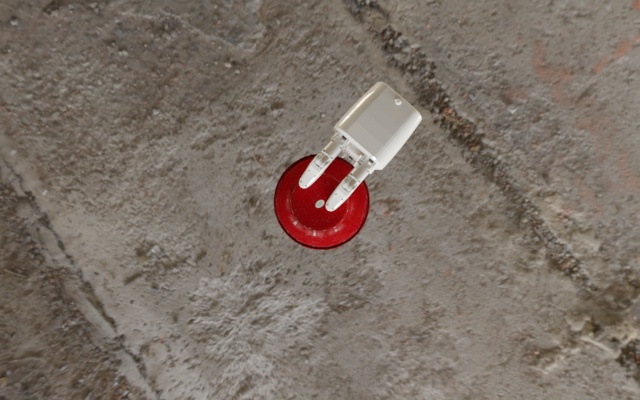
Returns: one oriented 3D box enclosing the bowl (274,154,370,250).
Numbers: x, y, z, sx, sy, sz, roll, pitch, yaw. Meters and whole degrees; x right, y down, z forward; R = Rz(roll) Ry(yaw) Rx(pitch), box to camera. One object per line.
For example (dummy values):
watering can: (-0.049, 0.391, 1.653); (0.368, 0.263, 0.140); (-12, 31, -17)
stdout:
bowl: (-0.001, 0.004, 0.772); (0.162, 0.162, 0.055); (0, 1, 3)
